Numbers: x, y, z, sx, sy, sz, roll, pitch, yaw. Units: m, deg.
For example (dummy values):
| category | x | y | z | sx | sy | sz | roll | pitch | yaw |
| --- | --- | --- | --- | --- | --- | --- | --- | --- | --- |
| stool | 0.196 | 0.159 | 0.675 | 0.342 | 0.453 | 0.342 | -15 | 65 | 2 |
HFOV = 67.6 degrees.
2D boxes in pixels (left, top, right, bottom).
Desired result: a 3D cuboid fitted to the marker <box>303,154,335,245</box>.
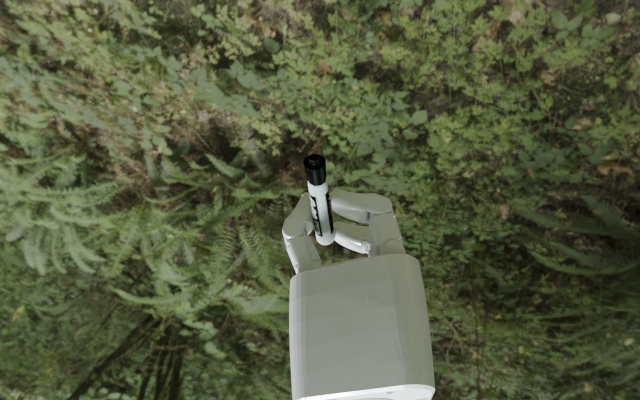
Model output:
| category | x | y | z | sx | sy | sz | roll | pitch | yaw |
| --- | --- | --- | --- | --- | --- | --- | --- | --- | --- |
| marker | 0.000 | 0.001 | 0.433 | 0.020 | 0.020 | 0.121 | 0 | -37 | 6 |
